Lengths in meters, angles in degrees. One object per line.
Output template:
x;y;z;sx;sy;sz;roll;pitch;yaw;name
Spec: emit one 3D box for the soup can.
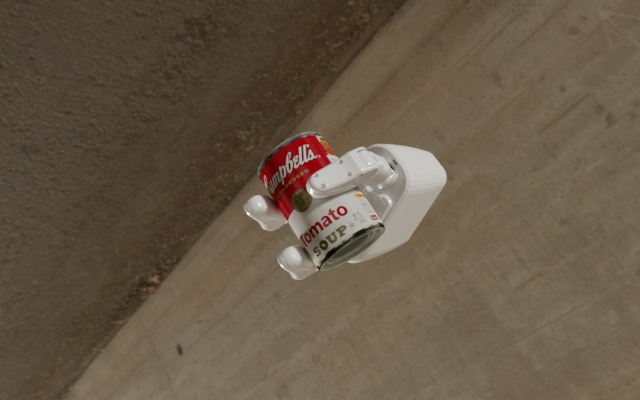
0.000;0.002;0.410;0.068;0.102;0.068;-30;-18;-11;soup can
